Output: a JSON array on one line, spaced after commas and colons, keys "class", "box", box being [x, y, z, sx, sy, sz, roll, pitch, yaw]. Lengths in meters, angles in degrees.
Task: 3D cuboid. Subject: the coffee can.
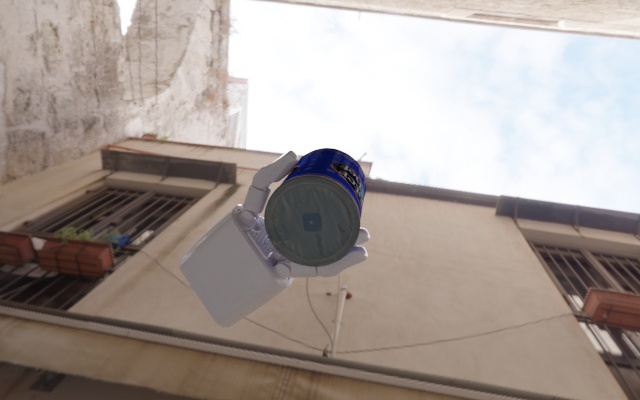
[{"class": "coffee can", "box": [0.000, 0.002, 0.565, 0.103, 0.103, 0.140, 0, 18, 8]}]
